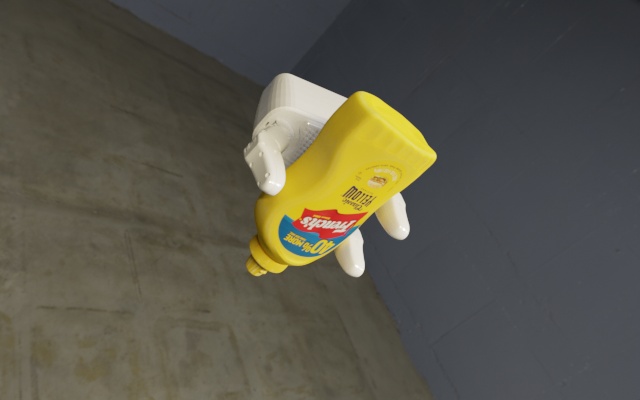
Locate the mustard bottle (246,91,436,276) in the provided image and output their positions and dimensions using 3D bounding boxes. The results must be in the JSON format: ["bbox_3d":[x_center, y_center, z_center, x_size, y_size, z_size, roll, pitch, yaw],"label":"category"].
[{"bbox_3d":[0.000,0.001,0.408,0.192,0.058,0.096,-44,-40,23],"label":"mustard bottle"}]
